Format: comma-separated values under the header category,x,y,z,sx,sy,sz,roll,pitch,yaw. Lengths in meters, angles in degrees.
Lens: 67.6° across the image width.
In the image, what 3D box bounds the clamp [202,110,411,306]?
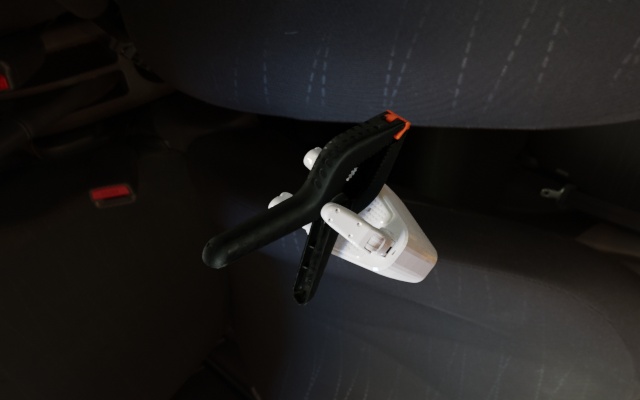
category,x,y,z,sx,sy,sz,roll,pitch,yaw
clamp,0.001,0.001,0.428,0.036,0.210,0.164,40,6,34
